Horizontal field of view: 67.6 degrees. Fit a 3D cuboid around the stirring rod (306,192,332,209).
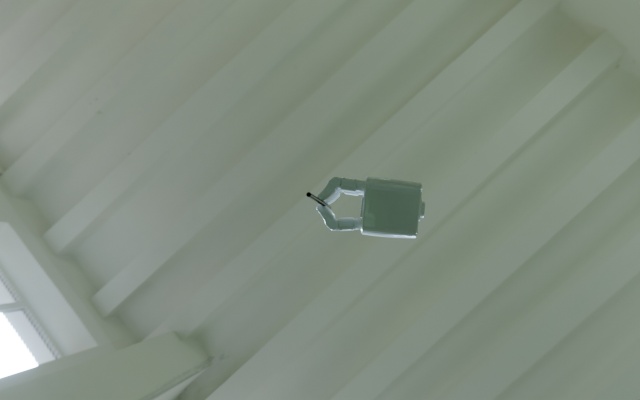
[{"bbox_3d":[0.000,0.003,0.888,0.011,0.011,0.239,0,-6,9],"label":"stirring rod"}]
